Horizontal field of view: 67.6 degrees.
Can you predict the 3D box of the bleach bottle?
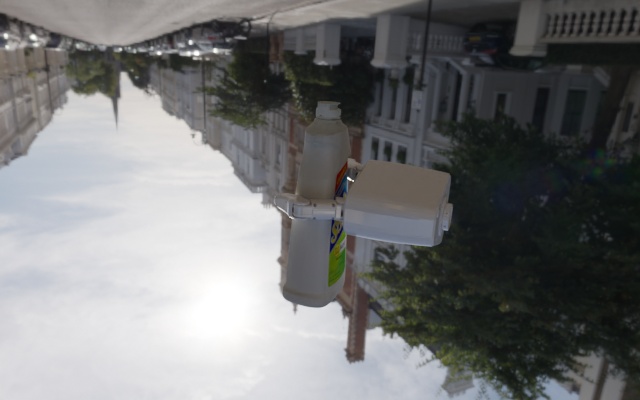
[{"bbox_3d":[0.000,0.002,0.612,0.068,0.251,0.102,10,18,20],"label":"bleach bottle"}]
